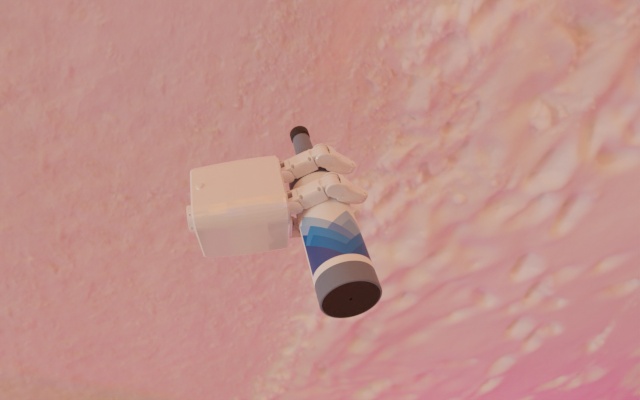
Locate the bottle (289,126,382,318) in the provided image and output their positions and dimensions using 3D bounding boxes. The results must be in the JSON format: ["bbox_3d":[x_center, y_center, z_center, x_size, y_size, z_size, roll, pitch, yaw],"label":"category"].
[{"bbox_3d":[0.000,0.002,0.590,0.069,0.069,0.295,0,43,-17],"label":"bottle"}]
